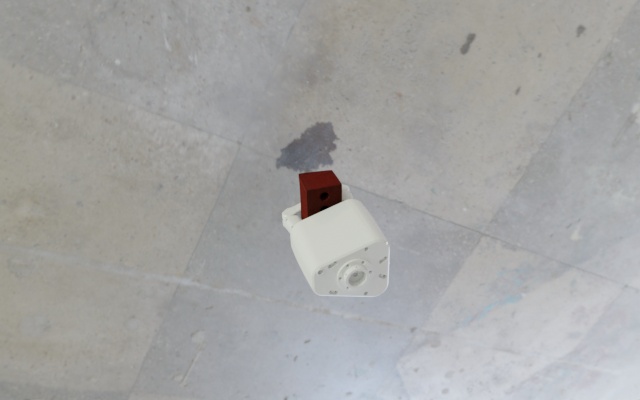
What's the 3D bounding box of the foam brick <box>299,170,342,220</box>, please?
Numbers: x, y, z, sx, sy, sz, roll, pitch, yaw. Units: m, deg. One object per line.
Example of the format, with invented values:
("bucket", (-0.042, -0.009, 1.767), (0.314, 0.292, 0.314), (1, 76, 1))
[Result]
("foam brick", (0.000, 0.002, 0.695), (0.053, 0.078, 0.051), (-9, 30, -12))
